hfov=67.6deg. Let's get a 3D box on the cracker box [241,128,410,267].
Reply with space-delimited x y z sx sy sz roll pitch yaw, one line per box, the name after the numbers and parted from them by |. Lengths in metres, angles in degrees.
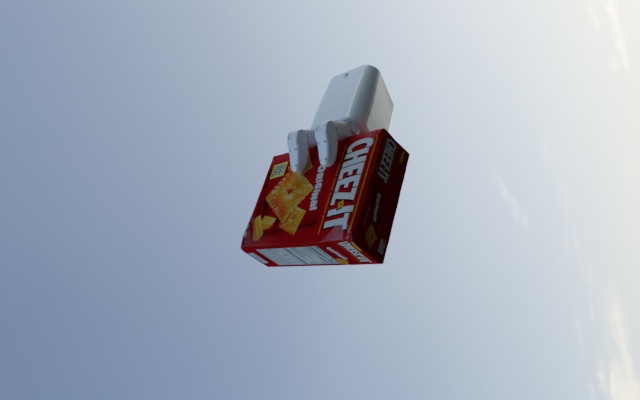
0.000 0.002 0.653 0.214 0.164 0.072 -9 -36 43 | cracker box
